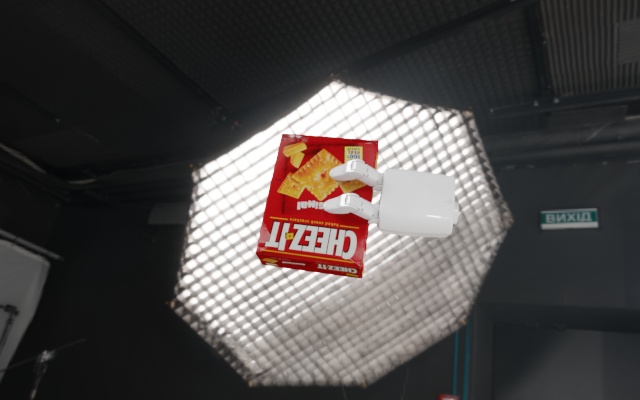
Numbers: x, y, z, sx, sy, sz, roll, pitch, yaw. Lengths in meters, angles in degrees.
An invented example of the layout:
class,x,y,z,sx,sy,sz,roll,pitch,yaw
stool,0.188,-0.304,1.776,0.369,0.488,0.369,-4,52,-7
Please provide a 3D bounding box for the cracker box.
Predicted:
class,x,y,z,sx,sy,sz,roll,pitch,yaw
cracker box,0.000,0.002,0.758,0.164,0.213,0.072,6,-23,9
